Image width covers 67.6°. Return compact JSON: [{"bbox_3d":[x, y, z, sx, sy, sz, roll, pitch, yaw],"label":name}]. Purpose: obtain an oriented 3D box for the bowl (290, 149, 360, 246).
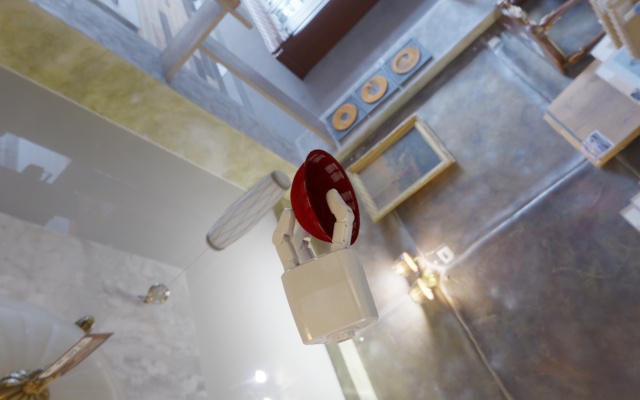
[{"bbox_3d":[0.000,0.001,0.762,0.055,0.162,0.162,-20,-10,28],"label":"bowl"}]
